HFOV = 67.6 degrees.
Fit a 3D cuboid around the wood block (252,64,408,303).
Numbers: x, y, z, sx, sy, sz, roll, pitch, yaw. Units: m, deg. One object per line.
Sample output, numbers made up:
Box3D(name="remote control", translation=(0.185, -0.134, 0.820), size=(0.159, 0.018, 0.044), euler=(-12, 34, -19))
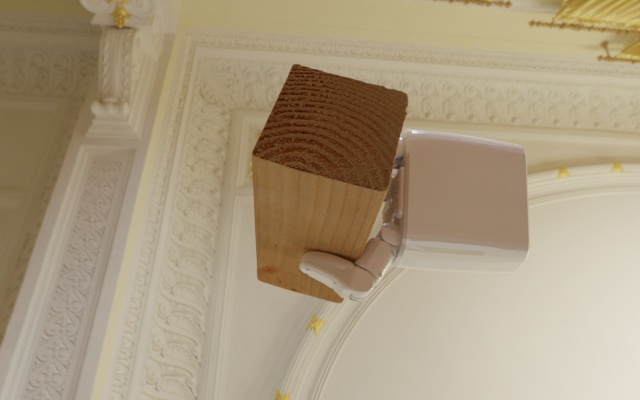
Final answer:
Box3D(name="wood block", translation=(0.000, 0.002, 0.405), size=(0.090, 0.090, 0.206), euler=(16, -32, 3))
